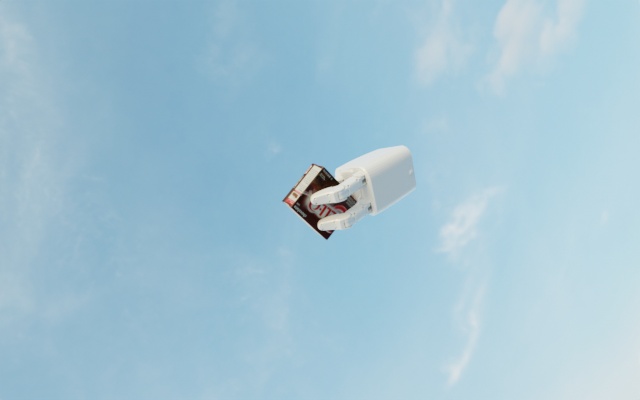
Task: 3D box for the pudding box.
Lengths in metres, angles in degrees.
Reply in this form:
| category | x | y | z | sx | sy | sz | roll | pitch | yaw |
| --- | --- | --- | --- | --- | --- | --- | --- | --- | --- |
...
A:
| category | x | y | z | sx | sy | sz | roll | pitch | yaw |
| --- | --- | --- | --- | --- | --- | --- | --- | --- | --- |
| pudding box | 0.000 | 0.003 | 0.837 | 0.113 | 0.090 | 0.039 | 44 | -9 | -36 |
